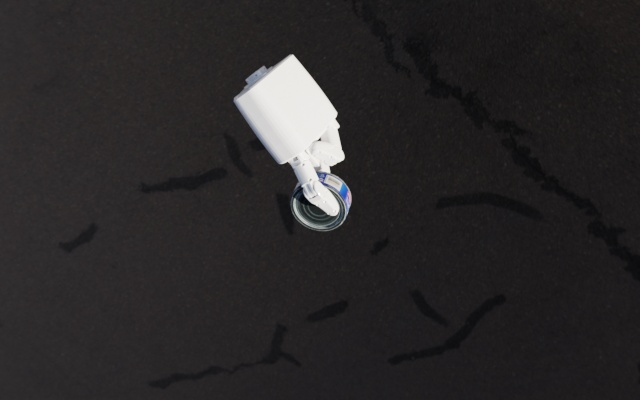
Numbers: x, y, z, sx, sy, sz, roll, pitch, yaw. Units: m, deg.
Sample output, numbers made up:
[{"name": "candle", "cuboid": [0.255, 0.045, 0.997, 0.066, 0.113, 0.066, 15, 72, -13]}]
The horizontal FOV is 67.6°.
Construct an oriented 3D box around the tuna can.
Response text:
[{"name": "tuna can", "cuboid": [0.000, 0.003, 0.695, 0.086, 0.086, 0.033, 0, 34, 16]}]
